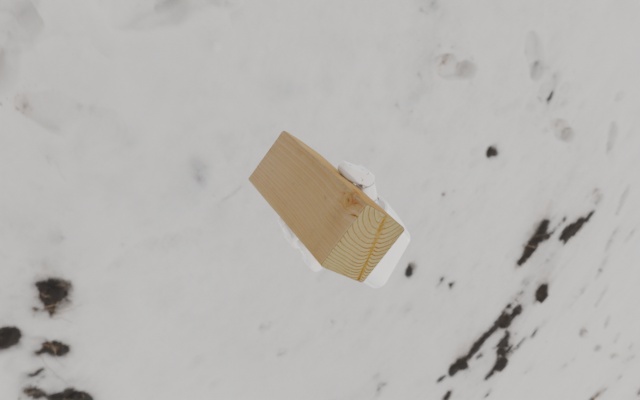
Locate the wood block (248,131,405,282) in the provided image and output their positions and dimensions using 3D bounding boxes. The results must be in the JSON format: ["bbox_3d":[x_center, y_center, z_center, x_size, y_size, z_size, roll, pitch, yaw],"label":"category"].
[{"bbox_3d":[0.001,0.002,0.635,0.090,0.091,0.206,30,11,-45],"label":"wood block"}]
